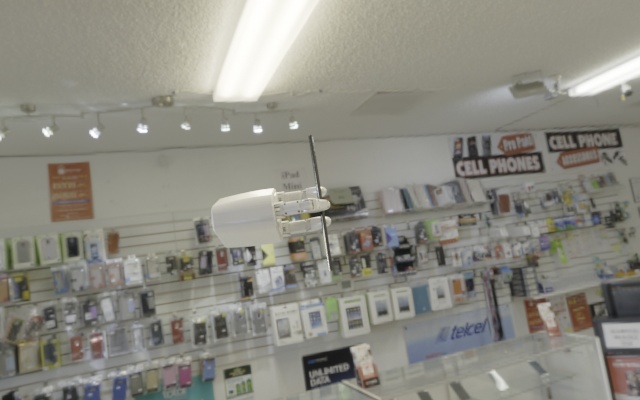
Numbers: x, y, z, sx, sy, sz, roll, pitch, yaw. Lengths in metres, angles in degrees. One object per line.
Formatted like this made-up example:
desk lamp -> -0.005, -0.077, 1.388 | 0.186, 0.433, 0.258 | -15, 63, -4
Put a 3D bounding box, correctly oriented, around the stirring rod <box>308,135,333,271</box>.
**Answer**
stirring rod -> 0.000, 0.003, 0.835 | 0.011, 0.239, 0.011 | -9, -7, -1
